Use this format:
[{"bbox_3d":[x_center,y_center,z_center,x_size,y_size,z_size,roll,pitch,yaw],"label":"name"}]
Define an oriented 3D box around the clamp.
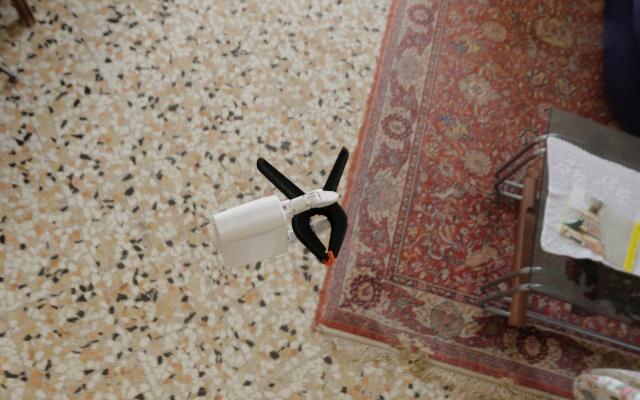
[{"bbox_3d":[0.000,0.003,0.802,0.164,0.210,0.036,-17,-17,-17],"label":"clamp"}]
